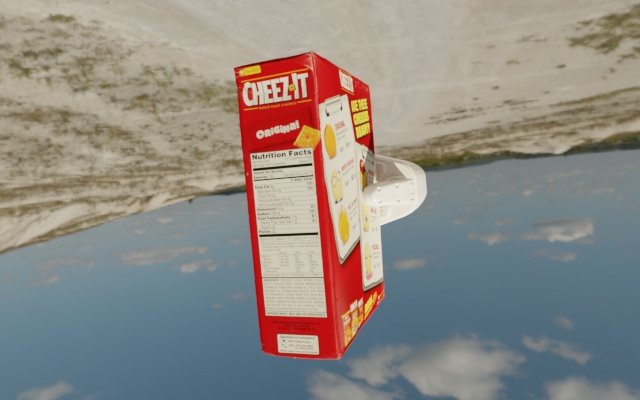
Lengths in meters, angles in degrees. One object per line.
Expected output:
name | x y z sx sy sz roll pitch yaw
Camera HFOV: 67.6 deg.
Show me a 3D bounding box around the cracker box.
cracker box | 0.000 0.001 0.408 0.072 0.214 0.164 -4 3 19
